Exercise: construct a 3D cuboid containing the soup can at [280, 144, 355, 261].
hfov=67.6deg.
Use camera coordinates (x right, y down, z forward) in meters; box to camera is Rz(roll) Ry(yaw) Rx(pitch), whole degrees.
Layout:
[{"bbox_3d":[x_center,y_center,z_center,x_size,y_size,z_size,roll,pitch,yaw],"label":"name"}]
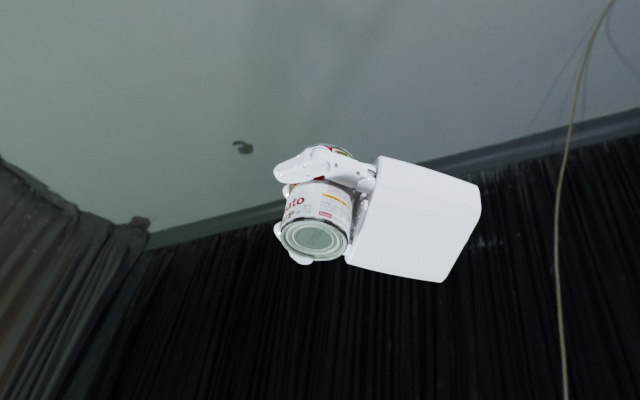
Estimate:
[{"bbox_3d":[0.000,0.002,0.485,0.068,0.102,0.069,6,-41,5],"label":"soup can"}]
